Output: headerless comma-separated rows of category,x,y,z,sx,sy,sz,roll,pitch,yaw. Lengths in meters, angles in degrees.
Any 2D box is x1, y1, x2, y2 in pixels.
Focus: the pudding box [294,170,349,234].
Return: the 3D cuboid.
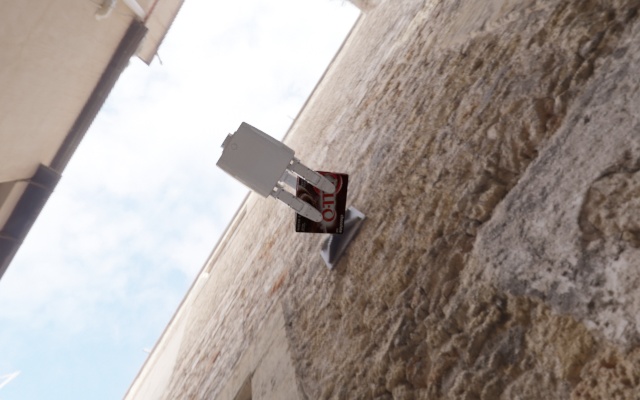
pudding box,0.000,0.003,0.866,0.090,0.113,0.039,3,9,-11
